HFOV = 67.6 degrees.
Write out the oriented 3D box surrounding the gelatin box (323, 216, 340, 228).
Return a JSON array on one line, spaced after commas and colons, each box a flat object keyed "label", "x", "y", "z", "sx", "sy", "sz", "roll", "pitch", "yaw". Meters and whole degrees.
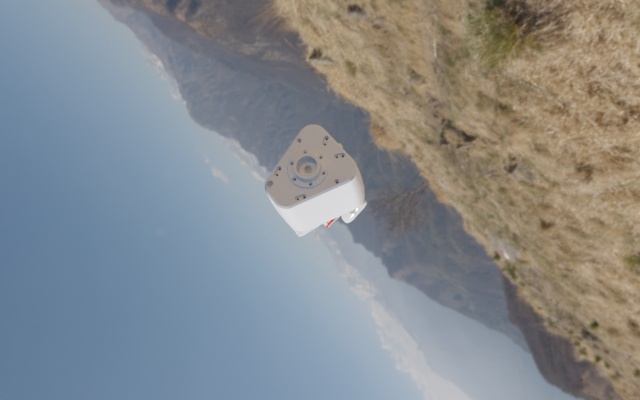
[{"label": "gelatin box", "x": 0.000, "y": 0.003, "z": 0.739, "sx": 0.030, "sy": 0.073, "sz": 0.089, "roll": -40, "pitch": -5, "yaw": -9}]
